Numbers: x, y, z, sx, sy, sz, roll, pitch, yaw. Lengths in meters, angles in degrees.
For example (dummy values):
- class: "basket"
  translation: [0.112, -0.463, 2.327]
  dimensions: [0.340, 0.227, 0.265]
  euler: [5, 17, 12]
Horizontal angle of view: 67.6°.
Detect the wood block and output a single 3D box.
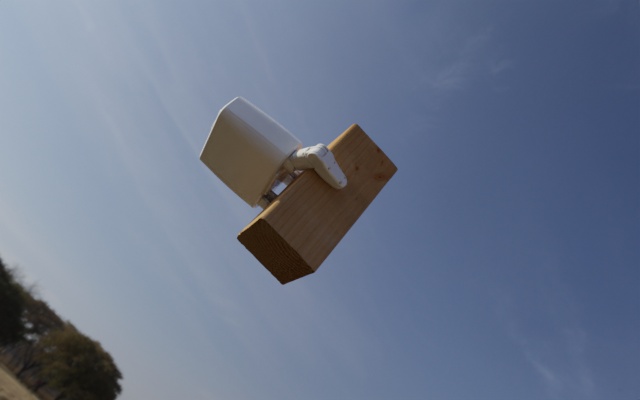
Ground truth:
- class: "wood block"
  translation: [0.000, 0.002, 0.630]
  dimensions: [0.206, 0.090, 0.091]
  euler: [-48, 8, -34]
